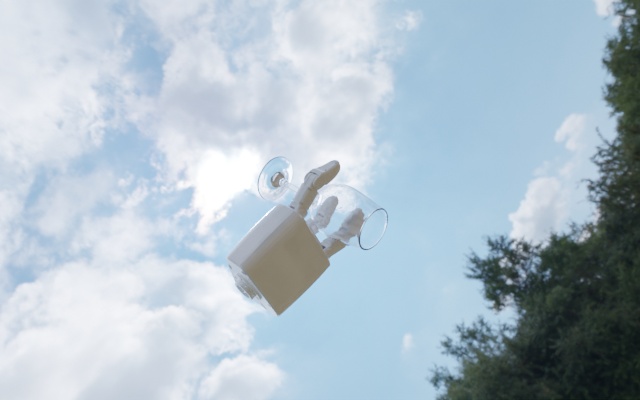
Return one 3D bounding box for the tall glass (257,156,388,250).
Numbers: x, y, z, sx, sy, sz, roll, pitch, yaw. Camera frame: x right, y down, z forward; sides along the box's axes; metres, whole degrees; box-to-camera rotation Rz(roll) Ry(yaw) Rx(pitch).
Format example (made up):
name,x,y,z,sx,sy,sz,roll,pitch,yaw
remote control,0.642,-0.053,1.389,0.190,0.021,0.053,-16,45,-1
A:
name,x,y,z,sx,sy,sz,roll,pitch,yaw
tall glass,0.000,0.002,0.695,0.201,0.079,0.079,27,16,36
